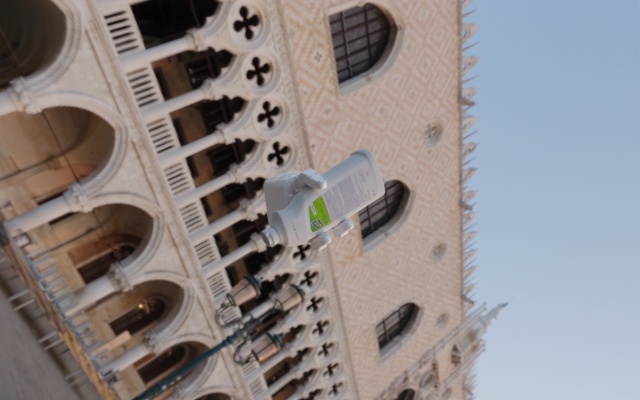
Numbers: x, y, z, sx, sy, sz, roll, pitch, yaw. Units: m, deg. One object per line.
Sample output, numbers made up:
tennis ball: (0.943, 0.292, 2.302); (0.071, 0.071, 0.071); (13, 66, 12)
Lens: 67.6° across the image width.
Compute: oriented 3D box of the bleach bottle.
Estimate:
bleach bottle: (0.000, 0.003, 0.866); (0.250, 0.102, 0.068); (-30, 18, -27)
